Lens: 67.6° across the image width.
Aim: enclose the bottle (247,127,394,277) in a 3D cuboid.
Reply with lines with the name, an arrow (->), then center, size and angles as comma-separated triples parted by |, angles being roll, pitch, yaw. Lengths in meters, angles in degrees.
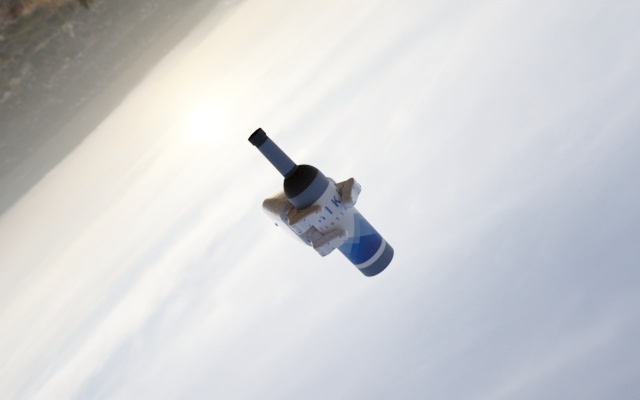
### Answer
bottle -> 0.000, 0.003, 0.736 | 0.296, 0.069, 0.069 | 46, -21, -22
